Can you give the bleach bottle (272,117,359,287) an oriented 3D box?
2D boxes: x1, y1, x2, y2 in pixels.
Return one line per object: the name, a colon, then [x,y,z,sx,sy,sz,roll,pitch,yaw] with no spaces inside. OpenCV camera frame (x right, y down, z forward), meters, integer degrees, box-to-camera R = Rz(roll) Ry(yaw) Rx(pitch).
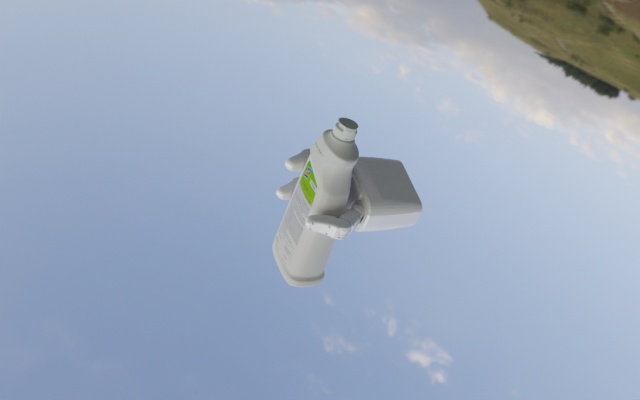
bleach bottle: [0.000,0.002,0.680,0.068,0.251,0.102,0,40,-30]
